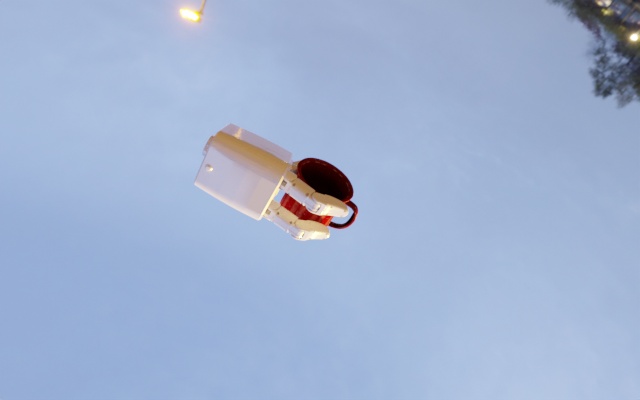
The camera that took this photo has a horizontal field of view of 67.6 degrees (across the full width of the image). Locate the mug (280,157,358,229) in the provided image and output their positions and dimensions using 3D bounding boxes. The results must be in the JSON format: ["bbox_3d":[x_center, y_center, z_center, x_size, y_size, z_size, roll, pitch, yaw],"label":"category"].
[{"bbox_3d":[0.001,0.003,0.716,0.117,0.081,0.093,29,34,-7],"label":"mug"}]
